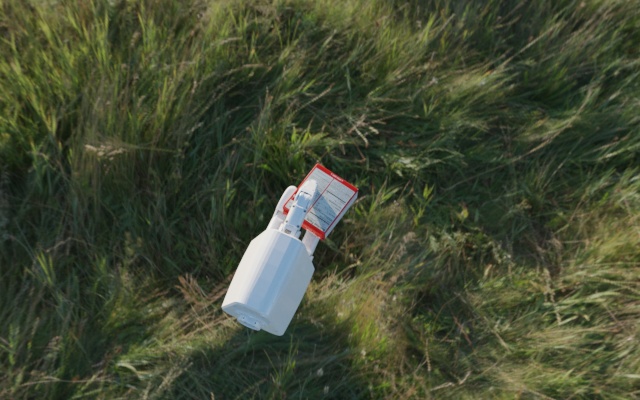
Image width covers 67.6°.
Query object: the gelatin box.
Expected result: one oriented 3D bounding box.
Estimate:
[{"bbox_3d":[0.000,0.002,0.684,0.073,0.089,0.030,33,-20,13],"label":"gelatin box"}]
